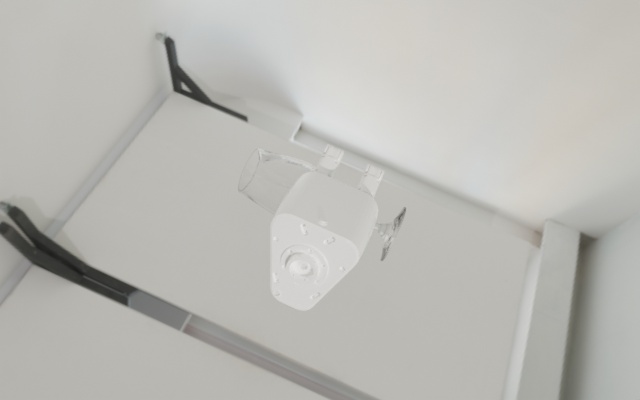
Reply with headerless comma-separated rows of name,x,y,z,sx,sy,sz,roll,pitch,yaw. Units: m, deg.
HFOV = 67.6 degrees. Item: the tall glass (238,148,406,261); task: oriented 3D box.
tall glass,0.001,0.002,0.600,0.201,0.079,0.079,24,2,4
